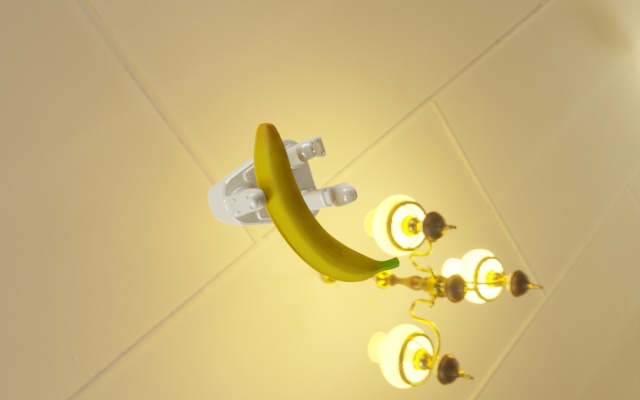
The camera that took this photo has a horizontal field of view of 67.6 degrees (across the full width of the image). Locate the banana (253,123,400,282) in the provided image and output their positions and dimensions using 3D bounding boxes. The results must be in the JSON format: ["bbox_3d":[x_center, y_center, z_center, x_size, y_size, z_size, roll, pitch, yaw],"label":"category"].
[{"bbox_3d":[-0.010,0.017,0.466,0.069,0.198,0.037,-47,14,-15],"label":"banana"}]
